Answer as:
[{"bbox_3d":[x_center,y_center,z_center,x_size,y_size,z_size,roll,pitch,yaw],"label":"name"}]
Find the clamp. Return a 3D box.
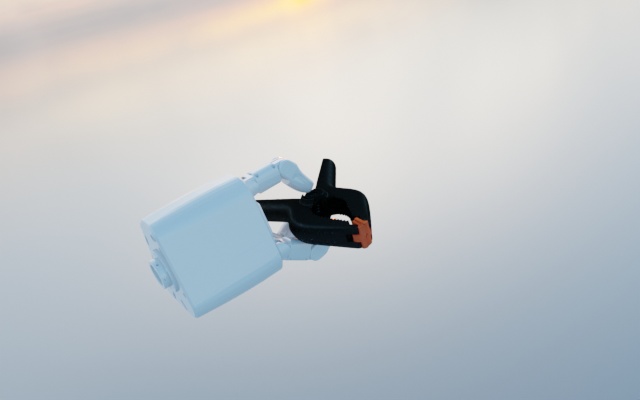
[{"bbox_3d":[0.000,0.001,0.568,0.164,0.036,0.210,-31,30,-28],"label":"clamp"}]
